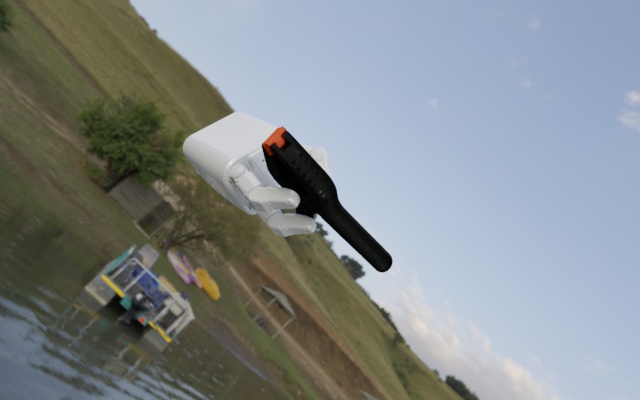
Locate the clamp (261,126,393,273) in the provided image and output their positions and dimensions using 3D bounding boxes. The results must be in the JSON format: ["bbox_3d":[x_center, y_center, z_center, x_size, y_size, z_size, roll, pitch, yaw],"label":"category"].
[{"bbox_3d":[0.000,0.001,0.554,0.164,0.036,0.210,27,-22,36],"label":"clamp"}]
